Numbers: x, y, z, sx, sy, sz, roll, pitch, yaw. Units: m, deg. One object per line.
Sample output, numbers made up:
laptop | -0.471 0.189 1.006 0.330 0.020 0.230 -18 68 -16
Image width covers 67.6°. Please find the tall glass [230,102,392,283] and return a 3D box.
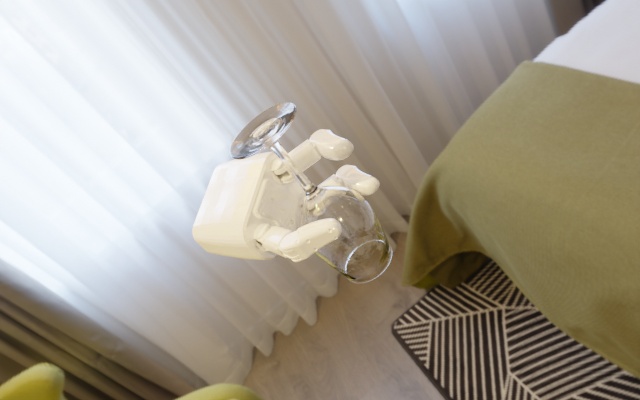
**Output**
tall glass | 0.000 0.001 0.483 0.079 0.079 0.201 0 -42 46
